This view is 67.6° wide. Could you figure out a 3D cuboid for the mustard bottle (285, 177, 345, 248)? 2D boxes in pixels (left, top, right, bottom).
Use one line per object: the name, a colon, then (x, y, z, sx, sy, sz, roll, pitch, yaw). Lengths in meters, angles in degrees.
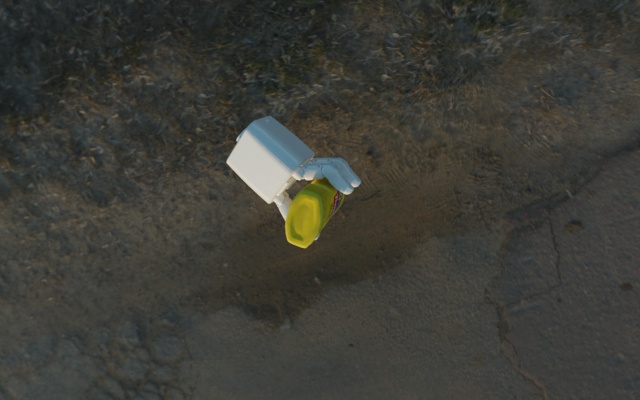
mustard bottle: (0.000, 0.003, 0.806, 0.058, 0.096, 0.191, 19, 21, 10)
